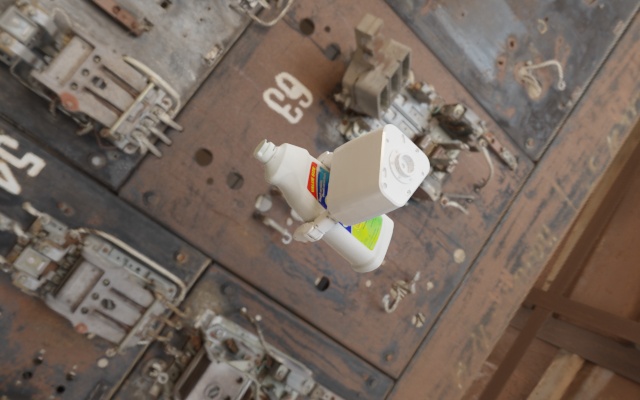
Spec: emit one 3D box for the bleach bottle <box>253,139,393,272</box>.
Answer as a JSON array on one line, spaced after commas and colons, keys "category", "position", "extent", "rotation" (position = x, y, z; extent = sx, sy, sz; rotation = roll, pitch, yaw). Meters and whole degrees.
[{"category": "bleach bottle", "position": [0.000, 0.002, 0.728], "extent": [0.251, 0.102, 0.068], "rotation": [38, -34, -22]}]
